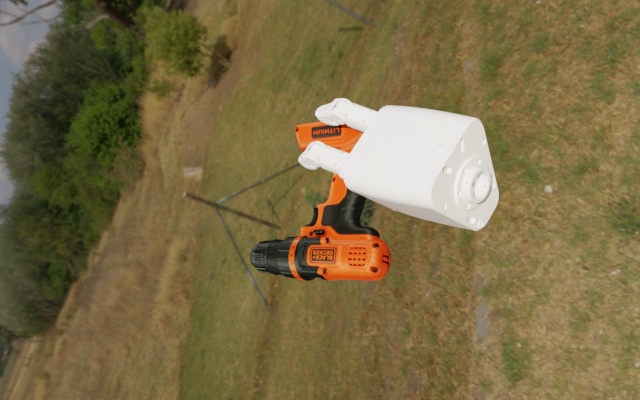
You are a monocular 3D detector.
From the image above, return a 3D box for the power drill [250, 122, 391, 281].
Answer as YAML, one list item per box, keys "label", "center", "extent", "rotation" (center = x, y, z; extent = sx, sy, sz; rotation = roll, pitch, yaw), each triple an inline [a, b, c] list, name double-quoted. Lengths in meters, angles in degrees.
- label: "power drill"
  center: [0.000, 0.001, 0.570]
  extent: [0.184, 0.187, 0.057]
  rotation: [-2, -13, 31]
